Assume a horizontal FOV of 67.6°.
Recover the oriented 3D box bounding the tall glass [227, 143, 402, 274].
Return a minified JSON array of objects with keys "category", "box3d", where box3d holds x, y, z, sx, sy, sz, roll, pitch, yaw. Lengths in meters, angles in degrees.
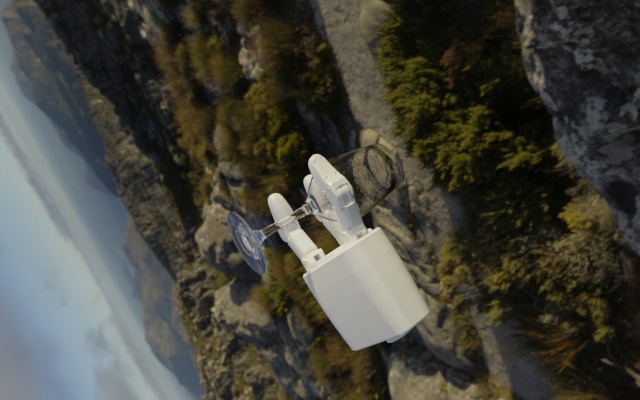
[{"category":"tall glass","box3d":[-0.001,0.002,0.542,0.201,0.079,0.079,-30,14,-26]}]
